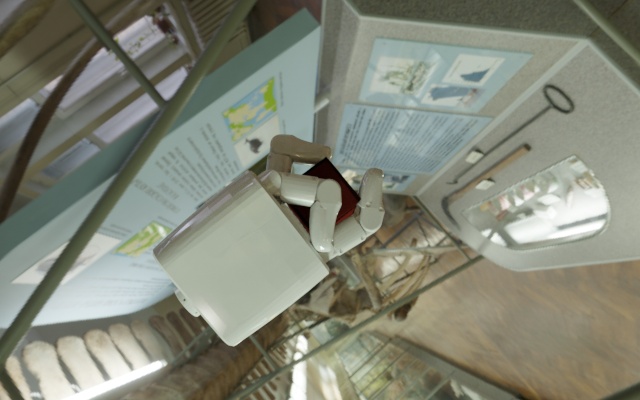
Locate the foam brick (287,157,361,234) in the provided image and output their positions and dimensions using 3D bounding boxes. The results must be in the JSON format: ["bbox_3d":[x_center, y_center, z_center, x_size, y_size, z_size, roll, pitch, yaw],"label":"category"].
[{"bbox_3d":[0.000,0.002,0.459,0.051,0.053,0.078,-38,-8,-7],"label":"foam brick"}]
